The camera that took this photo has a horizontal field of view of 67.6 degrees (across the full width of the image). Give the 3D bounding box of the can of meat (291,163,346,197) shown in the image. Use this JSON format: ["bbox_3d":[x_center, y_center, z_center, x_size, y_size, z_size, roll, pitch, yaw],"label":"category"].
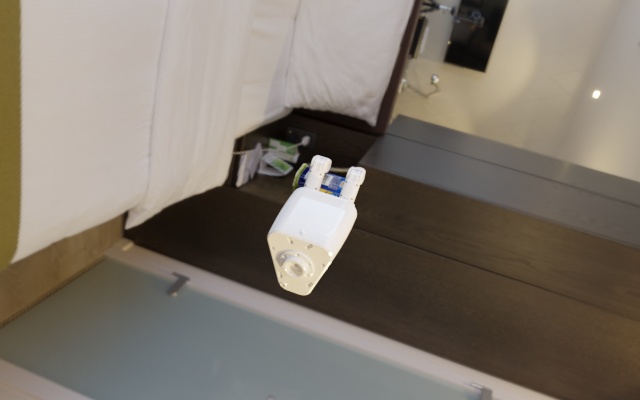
[{"bbox_3d":[0.000,0.003,0.757,0.084,0.102,0.057,18,35,11],"label":"can of meat"}]
